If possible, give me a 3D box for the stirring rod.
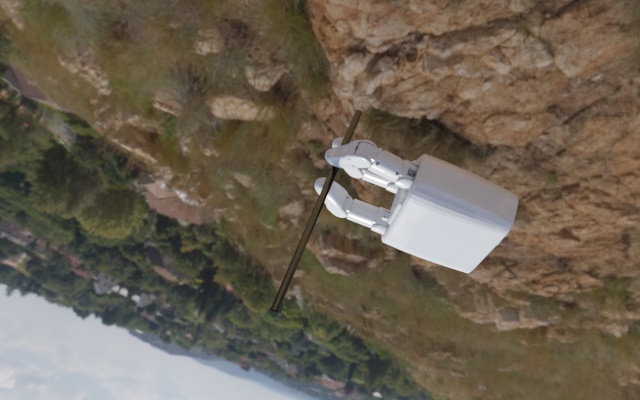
[{"bbox_3d":[0.000,0.002,0.496,0.011,0.239,0.011,20,-23,9],"label":"stirring rod"}]
